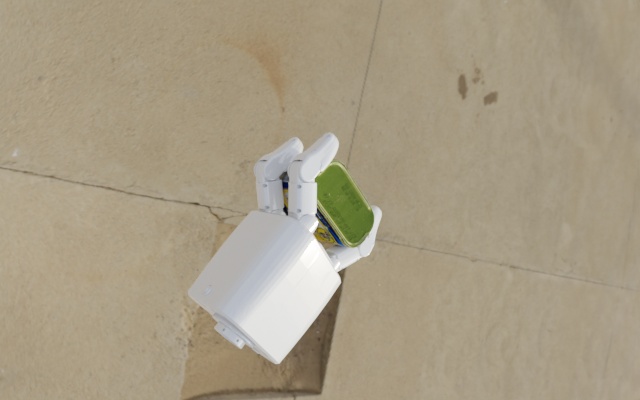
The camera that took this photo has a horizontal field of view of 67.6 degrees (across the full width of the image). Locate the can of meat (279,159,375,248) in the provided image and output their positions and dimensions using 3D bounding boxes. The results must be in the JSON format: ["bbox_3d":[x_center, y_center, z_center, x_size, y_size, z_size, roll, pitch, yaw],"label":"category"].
[{"bbox_3d":[0.000,0.002,0.514,0.057,0.102,0.084,-49,30,-23],"label":"can of meat"}]
